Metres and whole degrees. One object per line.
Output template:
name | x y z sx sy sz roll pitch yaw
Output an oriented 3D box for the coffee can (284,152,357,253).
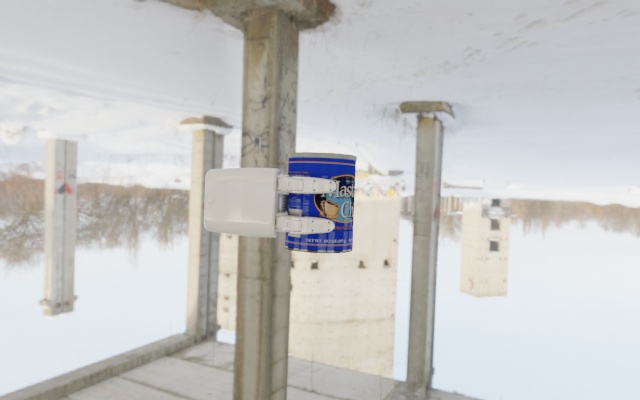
coffee can | 0.000 0.002 0.711 0.103 0.140 0.103 2 1 0
